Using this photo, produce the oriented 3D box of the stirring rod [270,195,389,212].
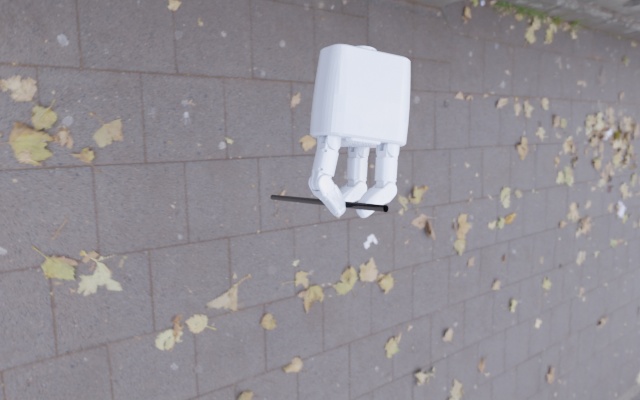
[{"bbox_3d":[0.000,0.002,0.621,0.011,0.011,0.239,0,3,-37],"label":"stirring rod"}]
